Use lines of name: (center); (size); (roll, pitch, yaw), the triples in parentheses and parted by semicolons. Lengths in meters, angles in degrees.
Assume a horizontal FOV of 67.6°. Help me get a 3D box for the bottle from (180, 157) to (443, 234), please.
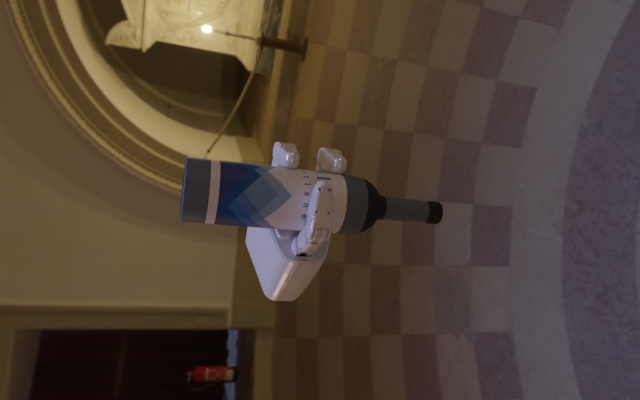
bottle: (0.000, 0.002, 0.528); (0.296, 0.069, 0.069); (5, -2, -17)
